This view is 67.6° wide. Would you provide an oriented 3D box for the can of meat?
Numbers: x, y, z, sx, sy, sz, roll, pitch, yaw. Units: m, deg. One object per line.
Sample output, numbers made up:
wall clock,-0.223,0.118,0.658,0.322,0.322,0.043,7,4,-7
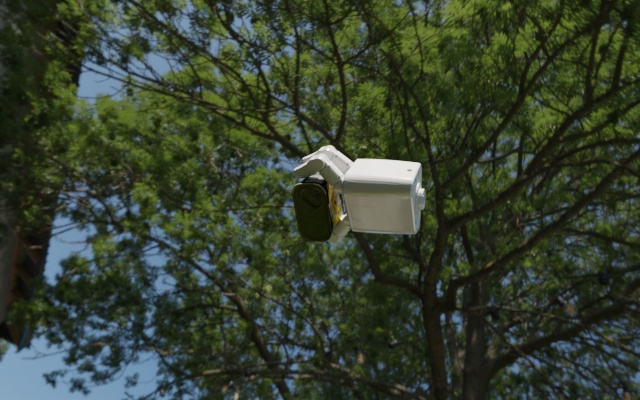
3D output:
can of meat,0.000,0.002,0.778,0.057,0.102,0.084,1,26,22
